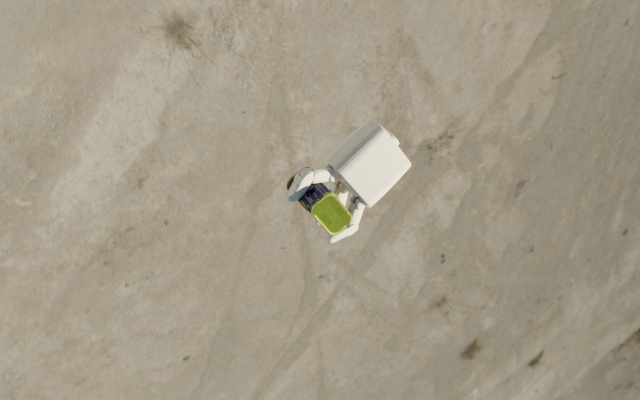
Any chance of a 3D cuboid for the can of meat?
[{"bbox_3d":[0.000,0.003,0.821,0.084,0.057,0.102,47,-1,44],"label":"can of meat"}]
